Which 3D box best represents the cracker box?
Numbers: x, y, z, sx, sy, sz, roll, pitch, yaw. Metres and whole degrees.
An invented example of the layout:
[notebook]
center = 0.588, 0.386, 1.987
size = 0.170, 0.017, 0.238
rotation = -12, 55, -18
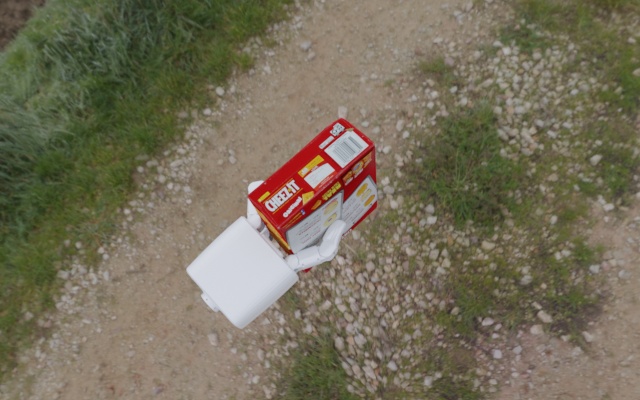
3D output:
[cracker box]
center = 0.000, 0.002, 0.684
size = 0.072, 0.164, 0.214
rotation = 44, -11, 21
